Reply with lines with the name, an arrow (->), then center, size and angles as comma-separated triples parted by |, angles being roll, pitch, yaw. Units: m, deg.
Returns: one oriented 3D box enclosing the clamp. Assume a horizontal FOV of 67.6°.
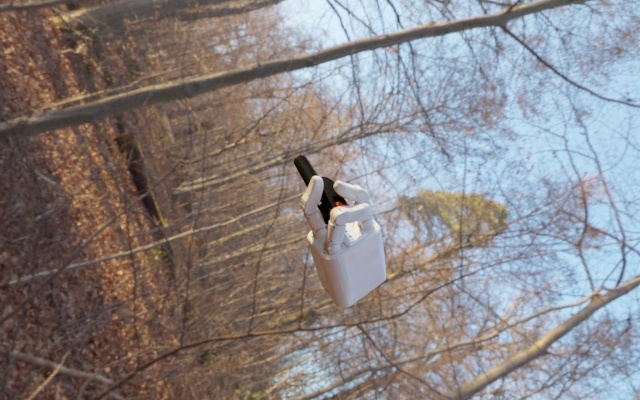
clamp -> 0.001, 0.002, 0.800 | 0.039, 0.120, 0.171 | -21, 30, -14
